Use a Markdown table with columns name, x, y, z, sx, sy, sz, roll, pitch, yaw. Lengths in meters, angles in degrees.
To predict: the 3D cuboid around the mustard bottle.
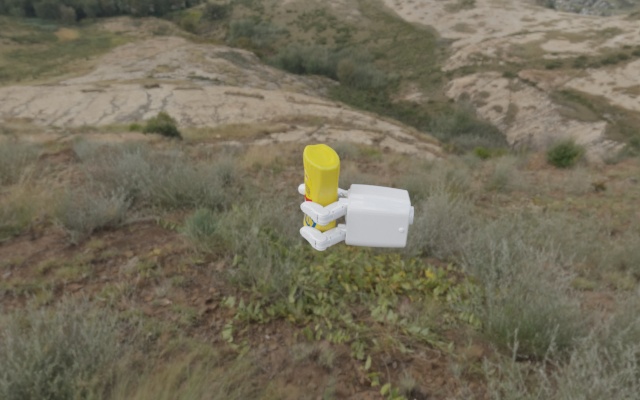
| name | x | y | z | sx | sy | sz | roll | pitch | yaw |
| --- | --- | --- | --- | --- | --- | --- | --- | --- | --- |
| mustard bottle | 0.000 | 0.003 | 0.859 | 0.058 | 0.192 | 0.096 | -9 | 34 | -15 |
